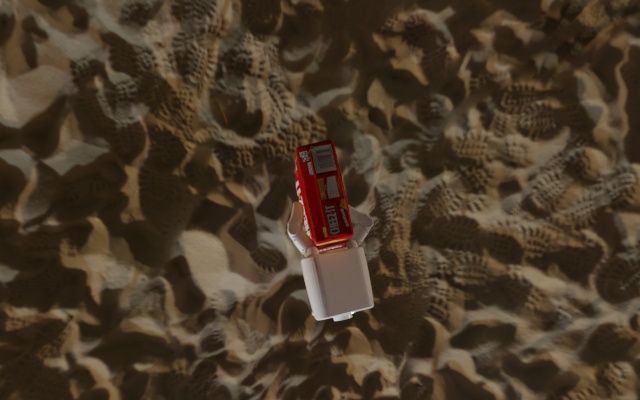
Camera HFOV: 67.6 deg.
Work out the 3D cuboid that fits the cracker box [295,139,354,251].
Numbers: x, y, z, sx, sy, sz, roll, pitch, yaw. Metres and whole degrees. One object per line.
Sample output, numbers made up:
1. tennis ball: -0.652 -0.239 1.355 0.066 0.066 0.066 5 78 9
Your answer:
1. cracker box: 0.000 0.003 0.862 0.072 0.164 0.214 -12 -9 -5
